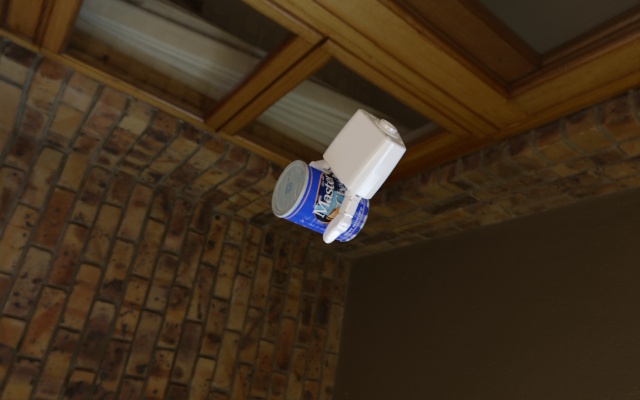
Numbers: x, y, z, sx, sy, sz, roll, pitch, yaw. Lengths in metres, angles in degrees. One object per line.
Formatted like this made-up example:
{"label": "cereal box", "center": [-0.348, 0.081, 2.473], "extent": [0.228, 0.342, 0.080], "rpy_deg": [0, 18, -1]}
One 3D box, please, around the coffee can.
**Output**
{"label": "coffee can", "center": [0.000, 0.003, 0.843], "extent": [0.140, 0.103, 0.103], "rpy_deg": [24, -12, -30]}
